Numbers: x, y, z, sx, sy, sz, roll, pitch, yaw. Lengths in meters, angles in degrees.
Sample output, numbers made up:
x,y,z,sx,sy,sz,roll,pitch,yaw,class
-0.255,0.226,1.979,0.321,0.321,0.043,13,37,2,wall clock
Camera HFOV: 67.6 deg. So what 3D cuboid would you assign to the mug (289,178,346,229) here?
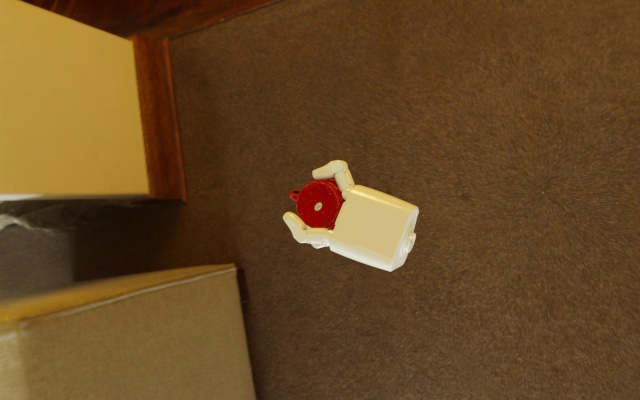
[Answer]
x,y,z,sx,sy,sz,roll,pitch,yaw,class
-0.001,0.002,0.820,0.117,0.093,0.081,19,9,22,mug
